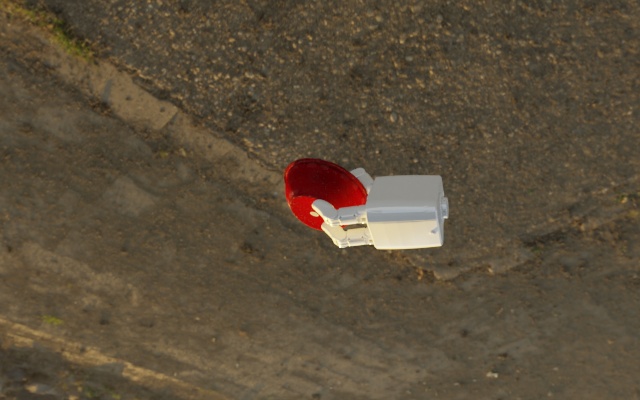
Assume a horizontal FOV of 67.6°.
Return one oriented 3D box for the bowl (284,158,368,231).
[{"bbox_3d":[-0.001,0.003,0.825,0.162,0.055,0.162,18,-35,13],"label":"bowl"}]
